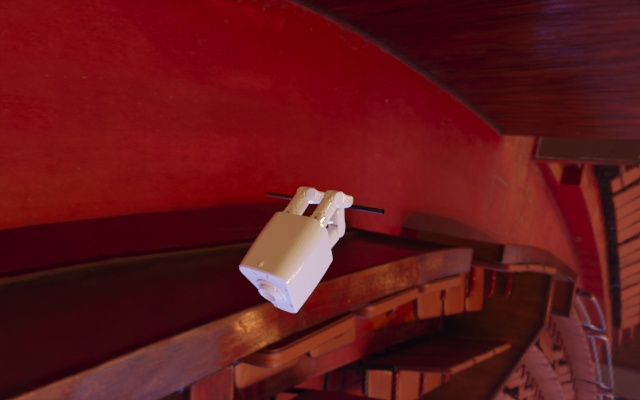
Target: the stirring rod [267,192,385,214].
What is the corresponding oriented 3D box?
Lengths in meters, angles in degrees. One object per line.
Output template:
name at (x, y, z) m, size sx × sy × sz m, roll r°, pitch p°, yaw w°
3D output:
stirring rod at (0.000, 0.003, 0.795) m, size 0.239 × 0.011 × 0.011 m, roll 9°, pitch 5°, yaw 37°
